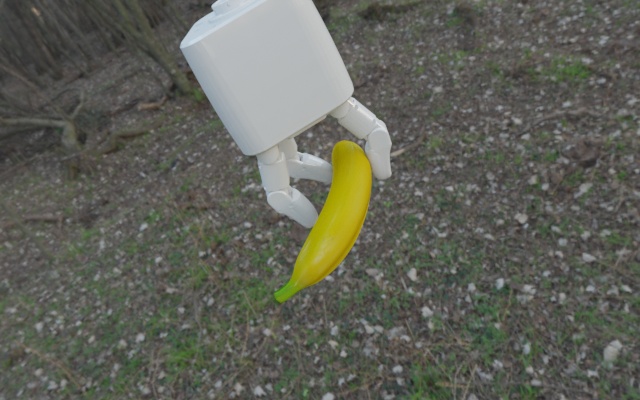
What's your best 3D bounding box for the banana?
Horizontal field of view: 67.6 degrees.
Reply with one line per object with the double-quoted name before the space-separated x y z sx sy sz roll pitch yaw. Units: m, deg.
"banana" 0.014 0.001 0.433 0.069 0.197 0.037 -11 -51 34
